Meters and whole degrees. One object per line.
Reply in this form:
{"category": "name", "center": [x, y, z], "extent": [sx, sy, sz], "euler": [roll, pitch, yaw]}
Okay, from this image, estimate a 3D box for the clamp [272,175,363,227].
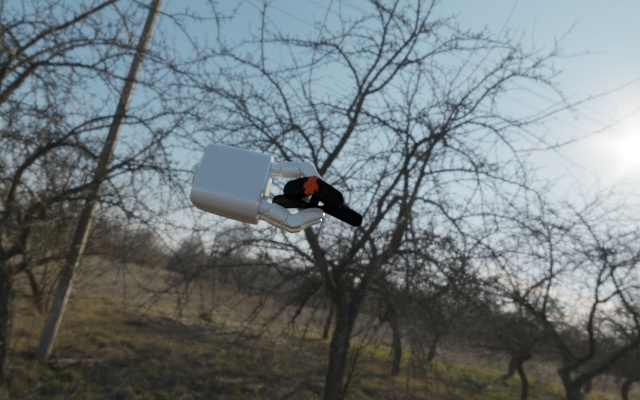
{"category": "clamp", "center": [0.000, 0.002, 0.767], "extent": [0.164, 0.036, 0.210], "euler": [13, -12, -2]}
